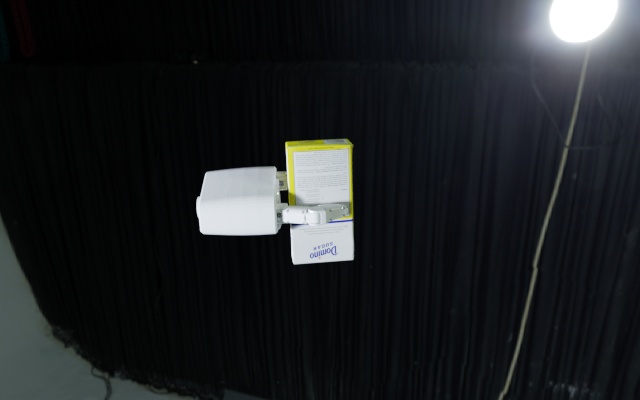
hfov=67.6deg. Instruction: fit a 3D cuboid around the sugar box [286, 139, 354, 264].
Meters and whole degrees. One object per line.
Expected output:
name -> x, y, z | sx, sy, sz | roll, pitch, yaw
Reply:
sugar box -> 0.000, 0.002, 0.696 | 0.093, 0.176, 0.048 | -3, 20, -6
